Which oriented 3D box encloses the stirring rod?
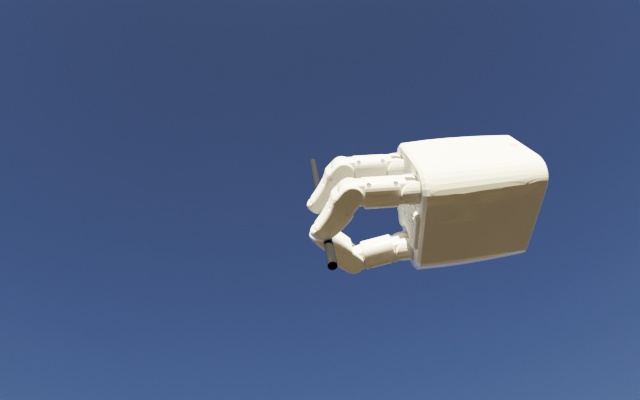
[{"bbox_3d":[0.000,0.002,0.482,0.011,0.011,0.239,0,24,-5],"label":"stirring rod"}]
